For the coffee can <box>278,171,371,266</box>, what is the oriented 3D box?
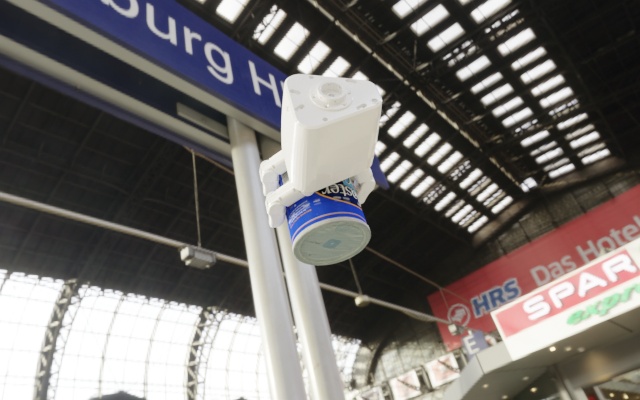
[{"bbox_3d":[0.000,0.002,0.650,0.103,0.140,0.103,-10,-36,-8],"label":"coffee can"}]
